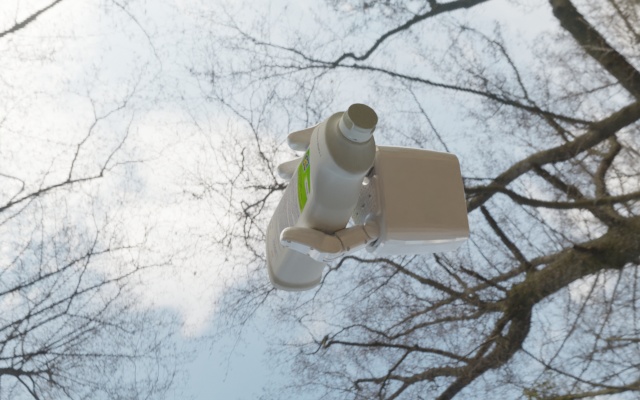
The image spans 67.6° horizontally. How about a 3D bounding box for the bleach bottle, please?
[{"bbox_3d":[0.000,0.002,0.499,0.068,0.102,0.251,2,-33,-19],"label":"bleach bottle"}]
